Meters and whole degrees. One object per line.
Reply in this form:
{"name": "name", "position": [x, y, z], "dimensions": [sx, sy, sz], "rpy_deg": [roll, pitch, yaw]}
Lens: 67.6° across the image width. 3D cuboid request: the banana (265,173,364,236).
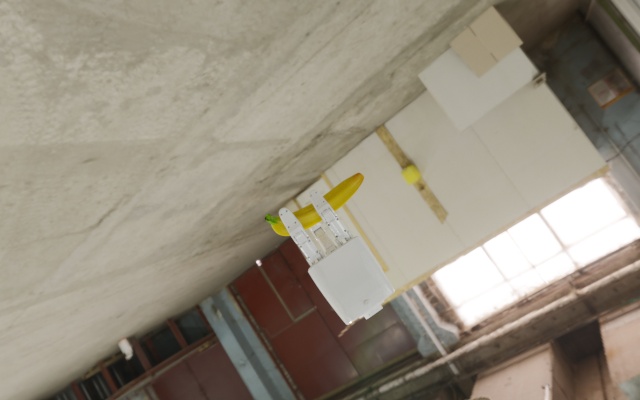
{"name": "banana", "position": [-0.007, 0.013, 0.813], "dimensions": [0.197, 0.037, 0.070], "rpy_deg": [-27, -21, -27]}
